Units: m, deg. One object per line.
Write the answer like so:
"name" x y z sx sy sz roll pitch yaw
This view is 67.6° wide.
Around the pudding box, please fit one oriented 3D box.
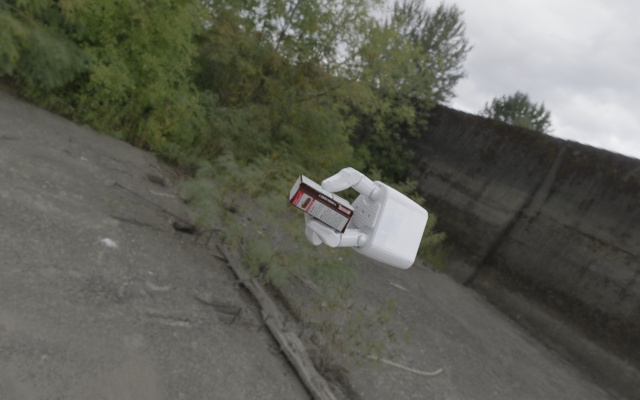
"pudding box" 0.000 0.002 0.706 0.090 0.039 0.113 29 4 -6
